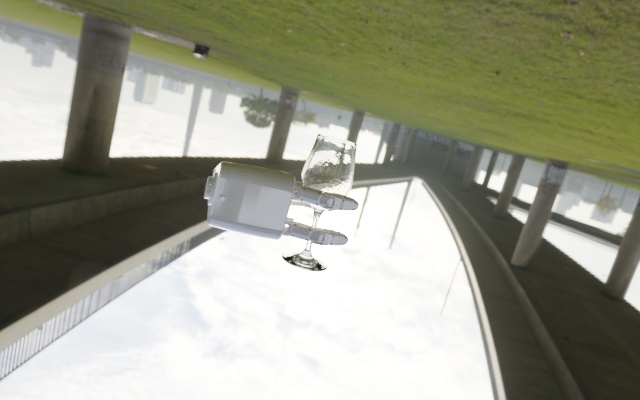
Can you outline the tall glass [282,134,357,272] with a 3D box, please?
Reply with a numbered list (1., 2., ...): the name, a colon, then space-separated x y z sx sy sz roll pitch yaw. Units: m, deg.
1. tall glass: 0.000 0.003 0.733 0.079 0.201 0.079 15 11 -3
